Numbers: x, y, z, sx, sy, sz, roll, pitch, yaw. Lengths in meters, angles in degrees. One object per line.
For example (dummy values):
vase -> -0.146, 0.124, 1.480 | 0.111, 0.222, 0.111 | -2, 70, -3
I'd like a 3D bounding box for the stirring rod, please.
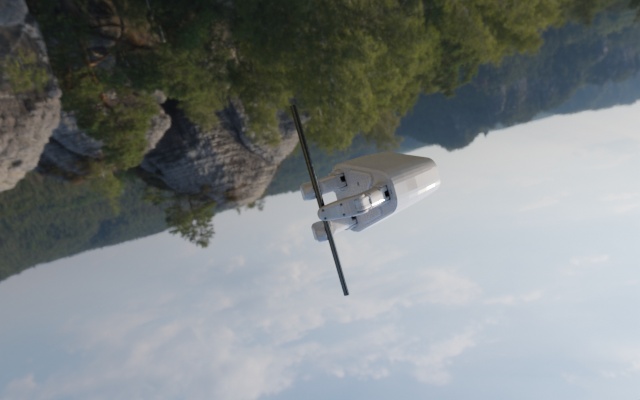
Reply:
stirring rod -> 0.000, 0.002, 0.581 | 0.011, 0.239, 0.011 | -16, 6, 2
